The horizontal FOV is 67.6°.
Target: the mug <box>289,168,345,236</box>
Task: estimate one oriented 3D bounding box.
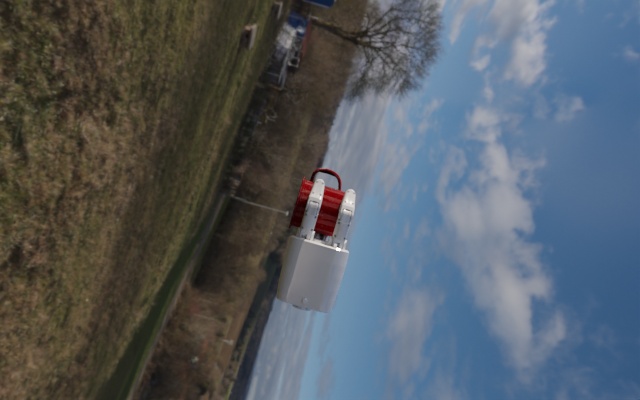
[{"bbox_3d":[0.001,0.001,0.827,0.081,0.117,0.093,16,-2,-3],"label":"mug"}]
